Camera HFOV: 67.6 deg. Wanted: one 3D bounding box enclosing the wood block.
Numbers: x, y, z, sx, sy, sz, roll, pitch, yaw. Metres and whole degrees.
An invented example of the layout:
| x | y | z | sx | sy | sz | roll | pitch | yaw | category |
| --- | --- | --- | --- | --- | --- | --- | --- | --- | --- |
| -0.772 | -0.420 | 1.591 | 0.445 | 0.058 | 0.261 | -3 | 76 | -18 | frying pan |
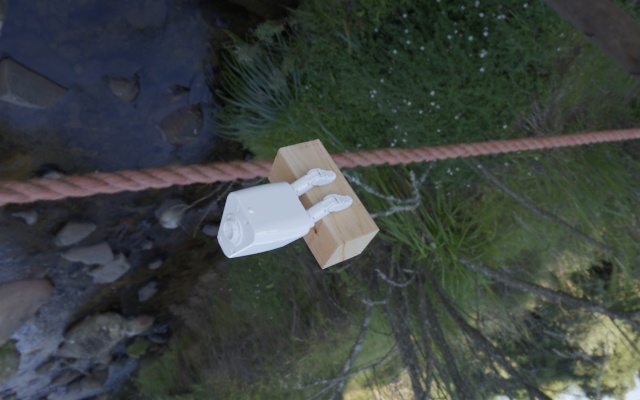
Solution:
| x | y | z | sx | sy | sz | roll | pitch | yaw | category |
| --- | --- | --- | --- | --- | --- | --- | --- | --- | --- |
| 0.000 | 0.003 | 0.850 | 0.090 | 0.206 | 0.091 | -18 | -25 | -32 | wood block |
